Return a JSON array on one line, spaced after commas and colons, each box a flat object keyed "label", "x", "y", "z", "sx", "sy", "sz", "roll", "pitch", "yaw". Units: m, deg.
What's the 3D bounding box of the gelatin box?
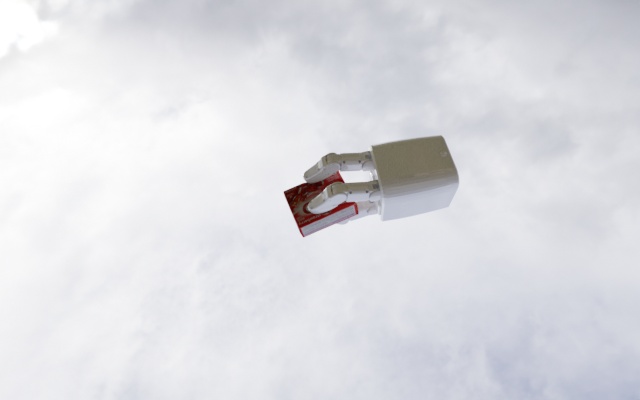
[{"label": "gelatin box", "x": 0.000, "y": 0.003, "z": 0.684, "sx": 0.089, "sy": 0.073, "sz": 0.030, "roll": -23, "pitch": -37, "yaw": -3}]
